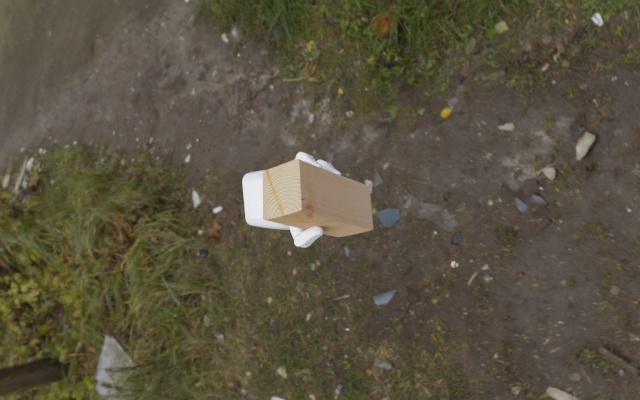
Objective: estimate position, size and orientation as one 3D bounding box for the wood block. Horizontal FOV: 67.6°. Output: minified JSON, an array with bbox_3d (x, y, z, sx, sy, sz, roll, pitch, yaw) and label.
[{"bbox_3d":[0.000,0.003,0.867,0.090,0.090,0.206,-15,-21,37],"label":"wood block"}]
